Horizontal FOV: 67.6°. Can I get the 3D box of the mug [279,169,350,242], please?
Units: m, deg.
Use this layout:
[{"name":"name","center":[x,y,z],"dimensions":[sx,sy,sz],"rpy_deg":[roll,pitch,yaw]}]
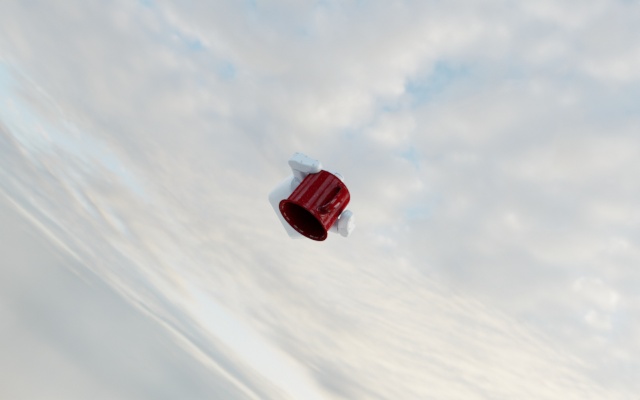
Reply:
[{"name":"mug","center":[0.001,0.002,0.748],"dimensions":[0.081,0.093,0.117],"rpy_deg":[-51,15,-27]}]
